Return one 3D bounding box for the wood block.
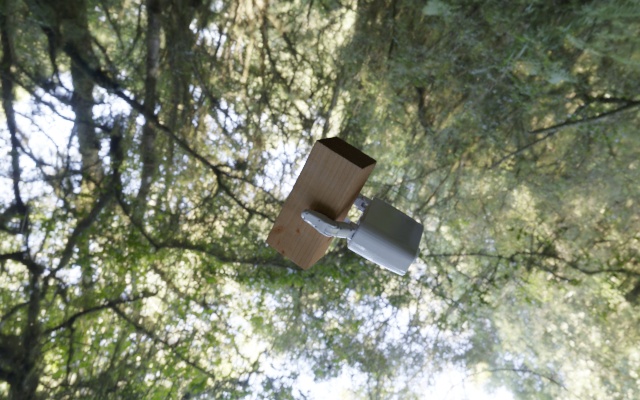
[{"bbox_3d":[0.000,0.003,0.820,0.090,0.206,0.091,33,22,13],"label":"wood block"}]
